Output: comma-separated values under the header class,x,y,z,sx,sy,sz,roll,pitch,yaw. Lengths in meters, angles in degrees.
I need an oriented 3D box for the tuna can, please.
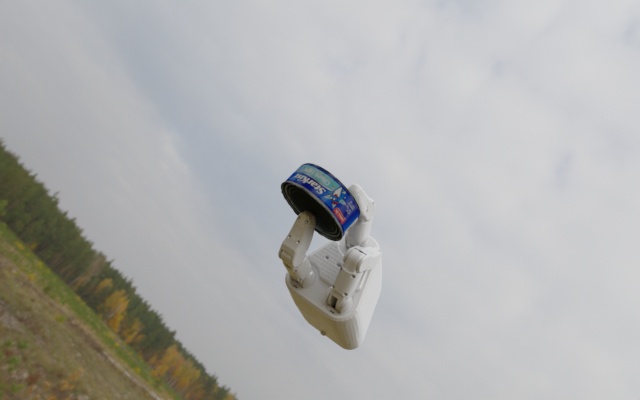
class,x,y,z,sx,sy,sz,roll,pitch,yaw
tuna can,0.000,0.001,0.505,0.033,0.086,0.086,-46,19,-19
